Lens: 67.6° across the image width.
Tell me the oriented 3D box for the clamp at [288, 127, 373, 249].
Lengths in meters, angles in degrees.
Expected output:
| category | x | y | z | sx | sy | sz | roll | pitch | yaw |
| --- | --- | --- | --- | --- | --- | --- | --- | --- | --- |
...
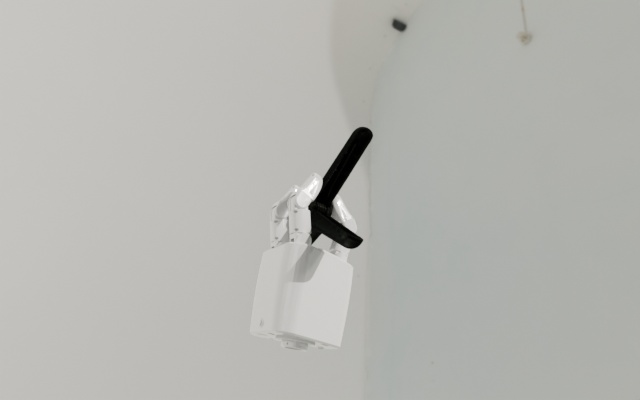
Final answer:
| category | x | y | z | sx | sy | sz | roll | pitch | yaw |
| --- | --- | --- | --- | --- | --- | --- | --- | --- | --- |
| clamp | 0.000 | 0.003 | 0.635 | 0.036 | 0.164 | 0.210 | 25 | -27 | -24 |
